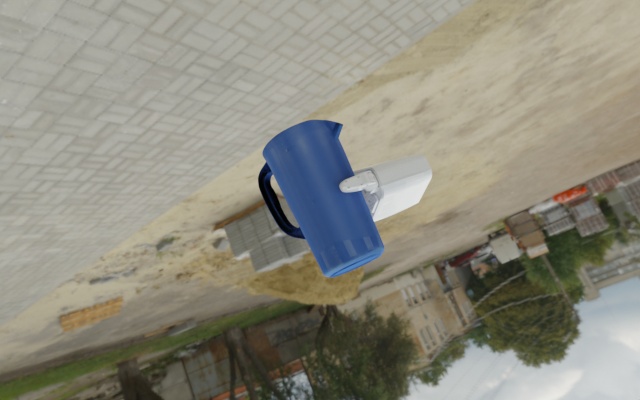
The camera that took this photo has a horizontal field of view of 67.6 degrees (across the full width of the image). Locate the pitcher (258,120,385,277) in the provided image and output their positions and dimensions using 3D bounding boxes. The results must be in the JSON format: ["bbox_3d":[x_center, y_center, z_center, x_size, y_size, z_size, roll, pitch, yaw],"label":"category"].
[{"bbox_3d":[0.000,0.003,0.794,0.145,0.242,0.149,-19,-14,-20],"label":"pitcher"}]
